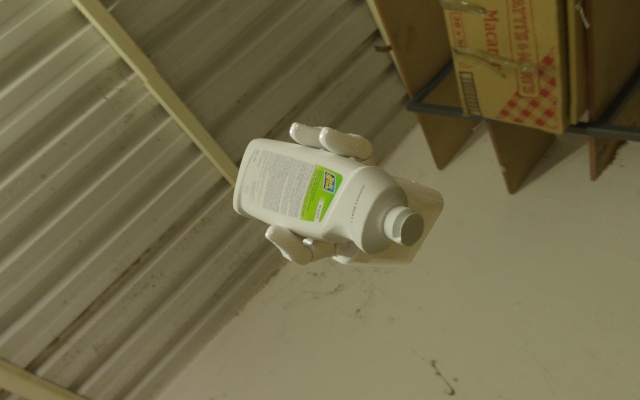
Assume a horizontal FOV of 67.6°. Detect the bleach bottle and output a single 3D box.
[{"bbox_3d":[0.000,0.001,0.489,0.068,0.102,0.250,8,9,-39],"label":"bleach bottle"}]
